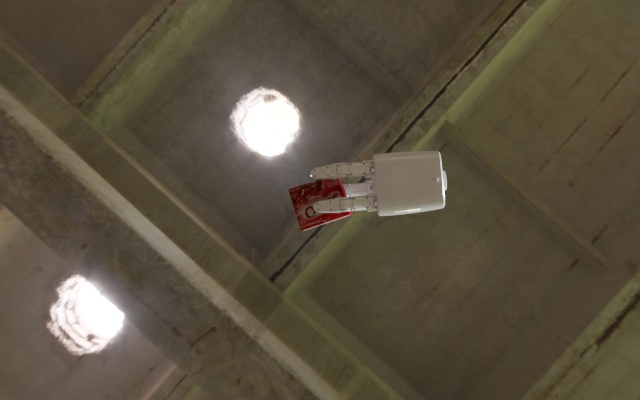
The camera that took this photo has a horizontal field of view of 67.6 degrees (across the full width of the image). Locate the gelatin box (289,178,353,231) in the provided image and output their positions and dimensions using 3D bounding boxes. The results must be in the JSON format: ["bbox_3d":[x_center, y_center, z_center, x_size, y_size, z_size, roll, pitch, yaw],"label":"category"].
[{"bbox_3d":[0.000,0.003,0.790,0.089,0.073,0.030,-18,-4,10],"label":"gelatin box"}]
